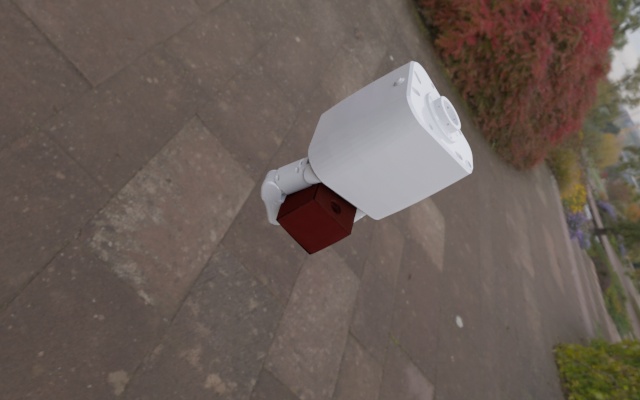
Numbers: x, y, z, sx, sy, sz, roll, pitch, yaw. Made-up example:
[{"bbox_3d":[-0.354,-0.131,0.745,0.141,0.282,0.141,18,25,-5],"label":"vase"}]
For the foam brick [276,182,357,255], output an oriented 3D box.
[{"bbox_3d":[0.000,0.002,0.464,0.051,0.053,0.078,-28,28,32],"label":"foam brick"}]
